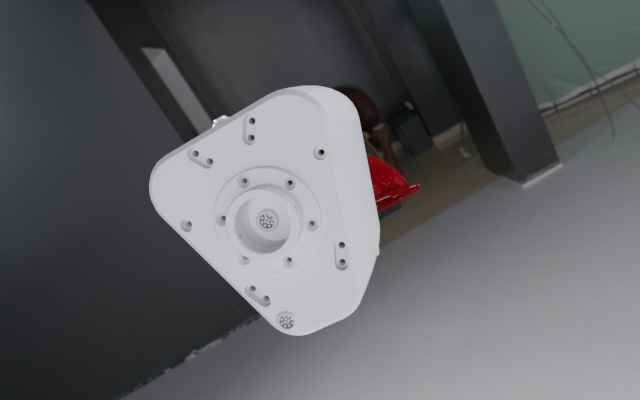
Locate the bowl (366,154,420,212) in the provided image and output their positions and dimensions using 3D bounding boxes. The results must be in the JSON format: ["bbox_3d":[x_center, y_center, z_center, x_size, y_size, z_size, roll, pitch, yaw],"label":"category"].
[{"bbox_3d":[0.000,0.001,0.410,0.162,0.055,0.162,-25,-7,-3],"label":"bowl"}]
